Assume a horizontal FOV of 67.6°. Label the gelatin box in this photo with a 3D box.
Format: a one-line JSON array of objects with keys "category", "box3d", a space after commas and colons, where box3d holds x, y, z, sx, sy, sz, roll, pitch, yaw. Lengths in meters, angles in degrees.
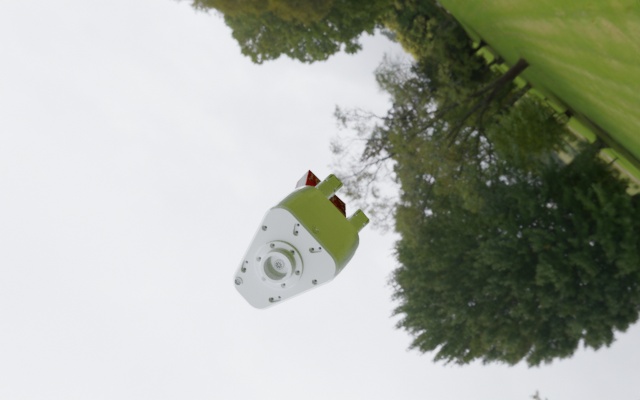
[{"category": "gelatin box", "box3d": [0.000, 0.002, 0.632, 0.073, 0.030, 0.089, 43, 14, -10]}]
